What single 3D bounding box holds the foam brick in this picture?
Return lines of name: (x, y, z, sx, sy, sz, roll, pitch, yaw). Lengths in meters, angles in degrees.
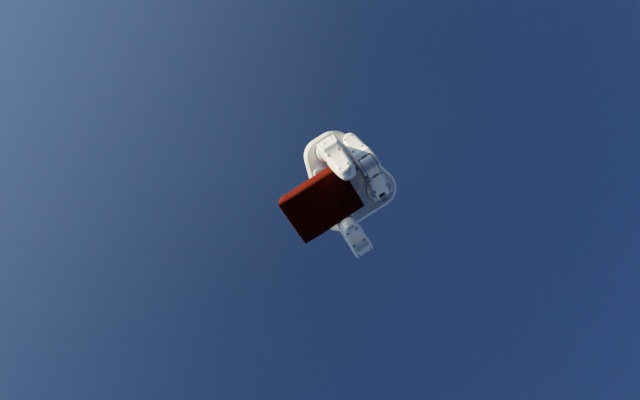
foam brick: (0.000, 0.002, 0.522, 0.078, 0.053, 0.051, -32, 9, 0)
